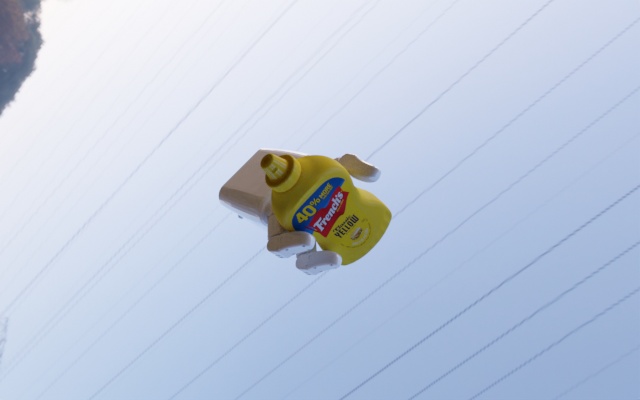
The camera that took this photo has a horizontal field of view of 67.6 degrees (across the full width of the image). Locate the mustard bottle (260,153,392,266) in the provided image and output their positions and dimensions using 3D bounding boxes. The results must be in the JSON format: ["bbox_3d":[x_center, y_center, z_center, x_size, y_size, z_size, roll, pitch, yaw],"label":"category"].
[{"bbox_3d":[0.000,0.002,0.552,0.192,0.096,0.058,38,10,-42],"label":"mustard bottle"}]
